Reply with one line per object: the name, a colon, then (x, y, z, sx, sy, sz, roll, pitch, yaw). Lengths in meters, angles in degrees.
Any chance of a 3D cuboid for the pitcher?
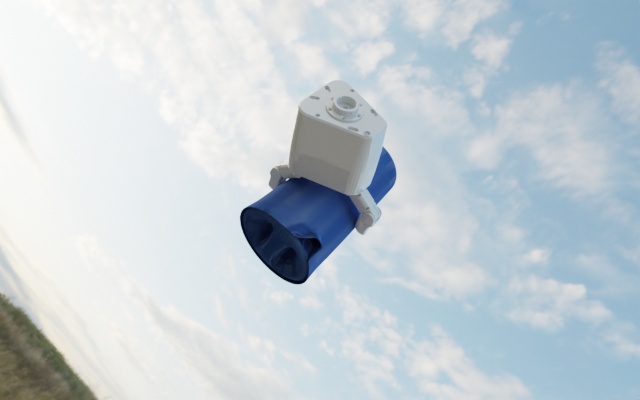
pitcher: (0.000, 0.002, 0.731, 0.149, 0.145, 0.242, 37, 55, 19)
